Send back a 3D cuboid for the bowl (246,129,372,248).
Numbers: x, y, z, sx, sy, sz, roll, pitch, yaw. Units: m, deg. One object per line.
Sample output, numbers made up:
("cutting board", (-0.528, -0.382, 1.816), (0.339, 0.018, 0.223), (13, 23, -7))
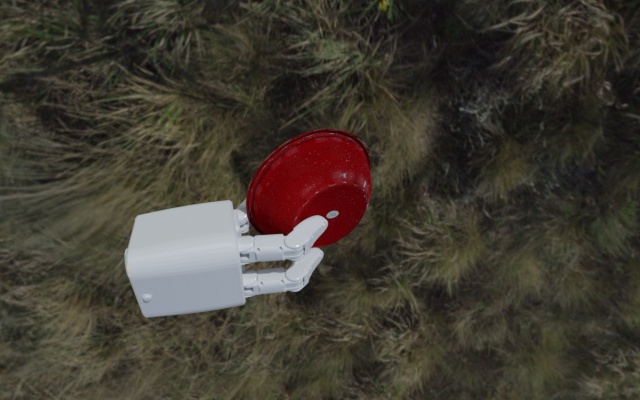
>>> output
("bowl", (0.001, 0.001, 0.543), (0.162, 0.162, 0.055), (0, 37, -34))
